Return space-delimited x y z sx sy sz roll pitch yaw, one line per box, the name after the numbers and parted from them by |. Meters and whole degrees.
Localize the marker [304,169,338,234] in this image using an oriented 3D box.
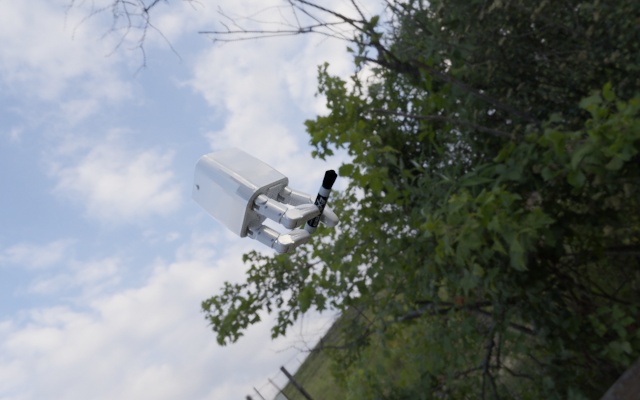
0.000 0.002 0.702 0.020 0.121 0.020 12 41 -11 | marker
